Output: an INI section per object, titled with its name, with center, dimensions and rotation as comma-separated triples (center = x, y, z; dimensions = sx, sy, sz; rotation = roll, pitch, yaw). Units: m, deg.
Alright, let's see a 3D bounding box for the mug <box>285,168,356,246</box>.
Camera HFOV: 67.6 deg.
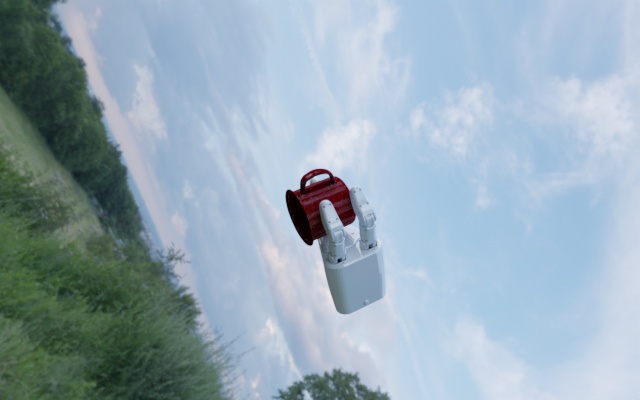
[mug]
center = 0.000, 0.001, 0.730
dimensions = 0.081, 0.117, 0.093
rotation = -22, 36, -18
